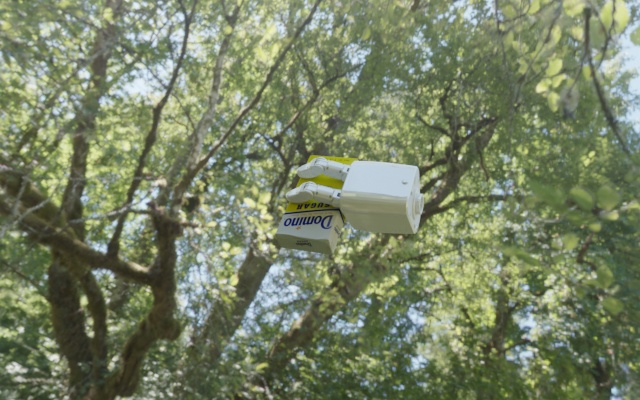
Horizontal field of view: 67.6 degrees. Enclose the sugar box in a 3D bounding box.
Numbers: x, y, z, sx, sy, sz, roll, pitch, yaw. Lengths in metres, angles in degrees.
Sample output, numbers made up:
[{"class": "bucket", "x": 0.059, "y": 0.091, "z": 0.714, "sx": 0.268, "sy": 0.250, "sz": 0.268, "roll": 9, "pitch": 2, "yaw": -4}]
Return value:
[{"class": "sugar box", "x": 0.000, "y": 0.002, "z": 0.795, "sx": 0.093, "sy": 0.176, "sz": 0.048, "roll": 5, "pitch": -40, "yaw": 21}]
